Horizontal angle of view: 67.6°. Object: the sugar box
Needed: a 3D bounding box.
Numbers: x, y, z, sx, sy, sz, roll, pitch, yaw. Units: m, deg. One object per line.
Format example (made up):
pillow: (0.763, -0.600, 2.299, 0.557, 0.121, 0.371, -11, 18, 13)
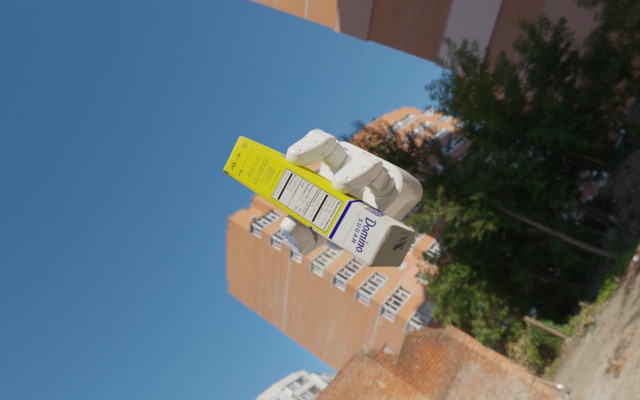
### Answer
sugar box: (0.000, 0.001, 0.459, 0.176, 0.048, 0.093, 29, 5, 25)
